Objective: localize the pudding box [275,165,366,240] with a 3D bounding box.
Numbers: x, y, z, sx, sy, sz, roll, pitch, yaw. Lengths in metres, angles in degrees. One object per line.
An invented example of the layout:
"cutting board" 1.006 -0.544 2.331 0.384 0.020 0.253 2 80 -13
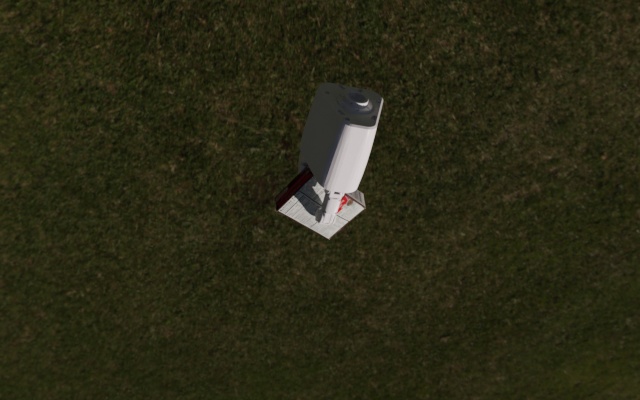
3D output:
"pudding box" 0.000 0.002 0.739 0.113 0.039 0.090 32 -59 -29
